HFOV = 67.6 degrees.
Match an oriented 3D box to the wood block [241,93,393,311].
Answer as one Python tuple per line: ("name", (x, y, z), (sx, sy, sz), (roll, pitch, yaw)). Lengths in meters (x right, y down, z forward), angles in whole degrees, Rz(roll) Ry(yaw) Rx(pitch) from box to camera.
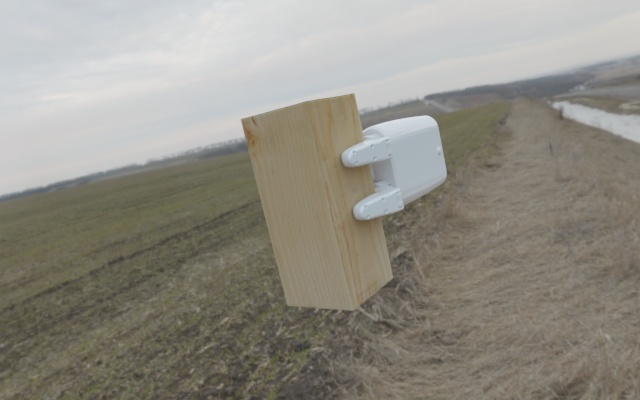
("wood block", (0.000, 0.001, 0.508), (0.091, 0.206, 0.090), (-6, 12, 38))
